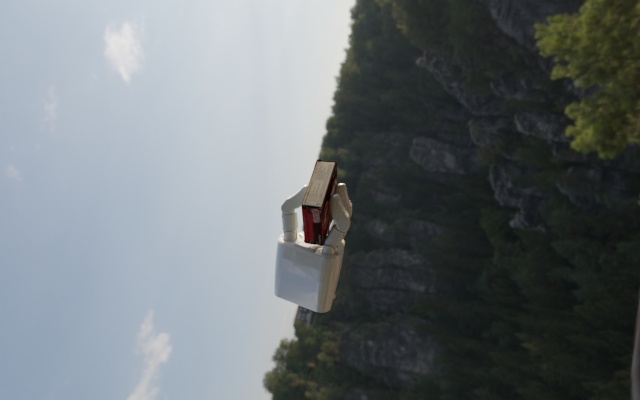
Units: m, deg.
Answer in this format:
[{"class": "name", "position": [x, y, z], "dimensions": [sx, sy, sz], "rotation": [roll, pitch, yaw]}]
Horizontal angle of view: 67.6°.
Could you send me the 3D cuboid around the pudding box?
[{"class": "pudding box", "position": [0.000, 0.003, 0.775], "dimensions": [0.039, 0.113, 0.090], "rotation": [7, -44, 8]}]
